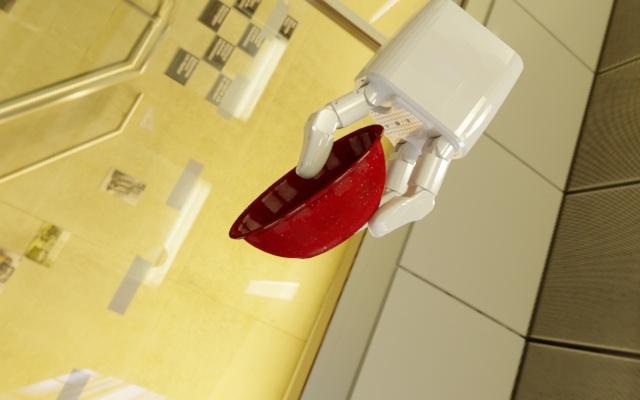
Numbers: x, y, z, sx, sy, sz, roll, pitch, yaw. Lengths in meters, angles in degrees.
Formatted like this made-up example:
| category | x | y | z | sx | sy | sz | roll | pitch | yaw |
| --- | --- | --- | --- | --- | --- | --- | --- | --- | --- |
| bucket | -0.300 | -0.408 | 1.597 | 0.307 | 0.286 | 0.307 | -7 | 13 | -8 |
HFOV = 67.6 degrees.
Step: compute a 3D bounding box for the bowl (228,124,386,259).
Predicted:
| category | x | y | z | sx | sy | sz | roll | pitch | yaw |
| --- | --- | --- | --- | --- | --- | --- | --- | --- | --- |
| bowl | -0.001 | 0.003 | 0.419 | 0.162 | 0.055 | 0.162 | -33 | 14 | 9 |
